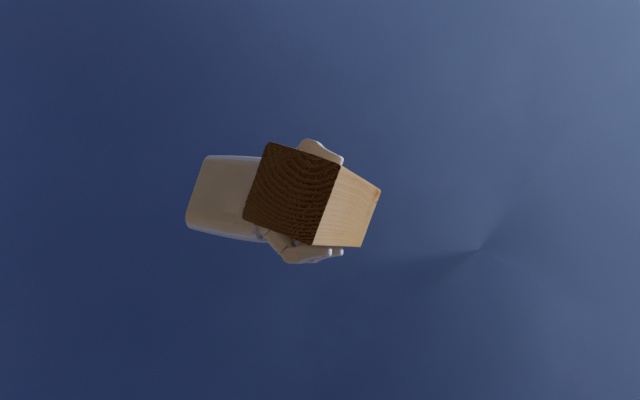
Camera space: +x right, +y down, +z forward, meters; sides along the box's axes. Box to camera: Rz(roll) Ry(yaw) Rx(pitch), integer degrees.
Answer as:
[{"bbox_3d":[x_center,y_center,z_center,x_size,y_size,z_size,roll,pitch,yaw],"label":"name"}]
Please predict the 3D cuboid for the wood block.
[{"bbox_3d":[0.000,0.002,0.591,0.090,0.091,0.206,20,1,19],"label":"wood block"}]
